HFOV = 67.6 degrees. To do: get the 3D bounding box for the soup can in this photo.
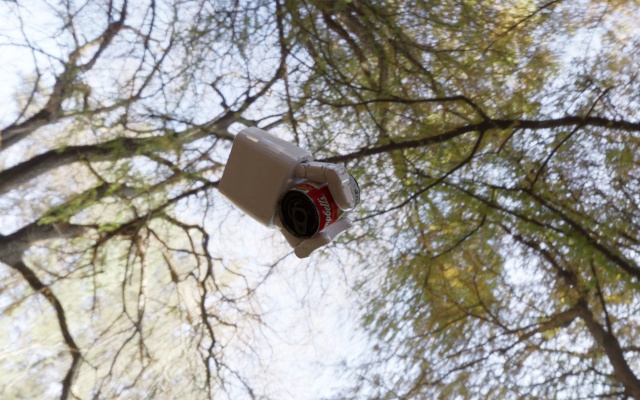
[{"bbox_3d":[0.001,0.002,0.645,0.068,0.068,0.102,0,19,38],"label":"soup can"}]
